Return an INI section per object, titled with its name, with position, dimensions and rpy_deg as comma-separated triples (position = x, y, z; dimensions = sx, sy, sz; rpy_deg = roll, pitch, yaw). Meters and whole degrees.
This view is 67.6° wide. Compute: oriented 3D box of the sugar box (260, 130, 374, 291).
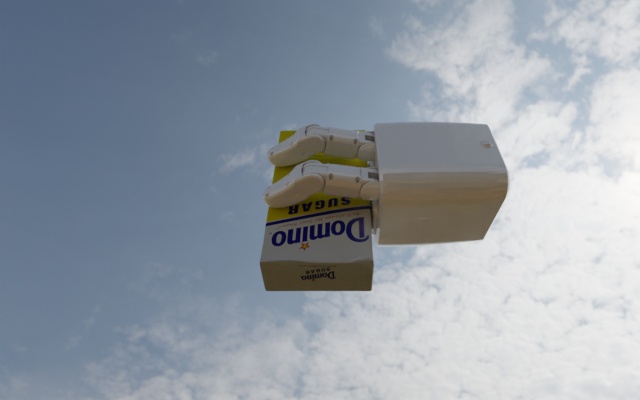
[sugar box]
position = 0.000, 0.001, 0.447
dimensions = 0.093, 0.048, 0.176
rpy_deg = -1, 42, 3
